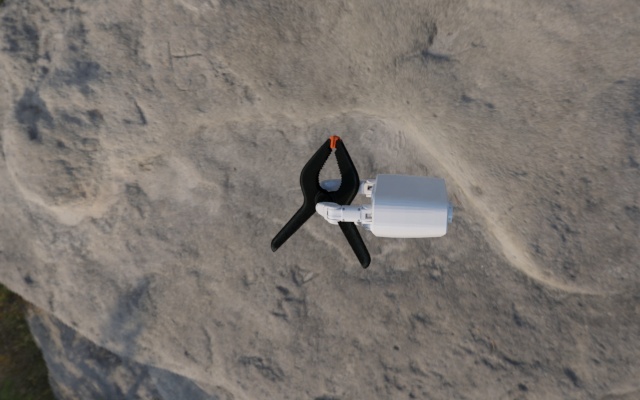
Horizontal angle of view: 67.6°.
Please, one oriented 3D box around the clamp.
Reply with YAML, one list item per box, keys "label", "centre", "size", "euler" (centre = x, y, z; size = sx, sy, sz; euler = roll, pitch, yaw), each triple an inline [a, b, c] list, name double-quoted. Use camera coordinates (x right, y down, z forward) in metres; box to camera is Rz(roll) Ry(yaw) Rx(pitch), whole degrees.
- label: "clamp"
  centre: [0.000, 0.002, 0.757]
  size: [0.164, 0.210, 0.036]
  euler: [2, 11, 9]
